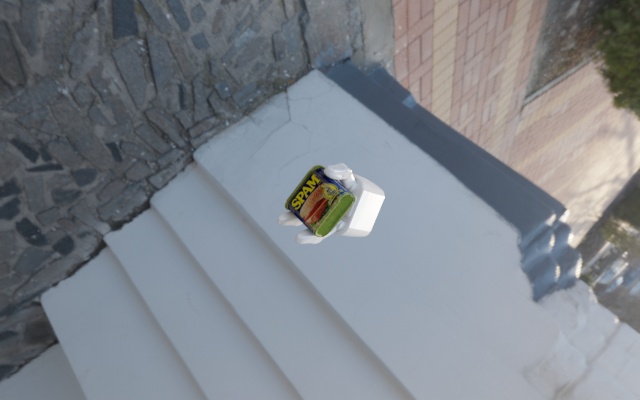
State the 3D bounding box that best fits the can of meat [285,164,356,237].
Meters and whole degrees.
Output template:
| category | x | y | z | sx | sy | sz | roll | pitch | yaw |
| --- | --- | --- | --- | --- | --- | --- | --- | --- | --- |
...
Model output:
| category | x | y | z | sx | sy | sz | roll | pitch | yaw |
| --- | --- | --- | --- | --- | --- | --- | --- | --- | --- |
| can of meat | 0.000 | 0.003 | 0.843 | 0.084 | 0.102 | 0.057 | 44 | 12 | 29 |
